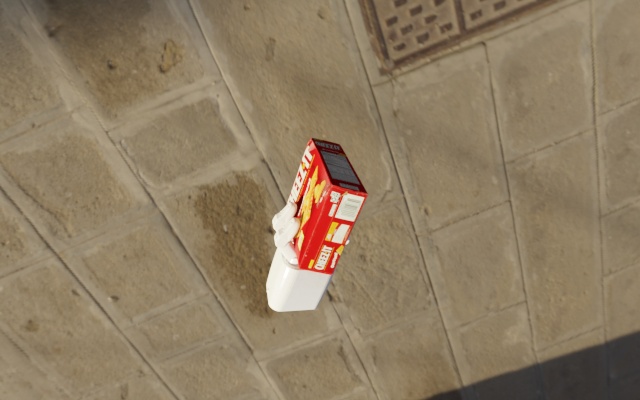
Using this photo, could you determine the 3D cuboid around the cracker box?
[{"bbox_3d":[0.000,0.003,0.858,0.072,0.164,0.213,14,25,-18],"label":"cracker box"}]
